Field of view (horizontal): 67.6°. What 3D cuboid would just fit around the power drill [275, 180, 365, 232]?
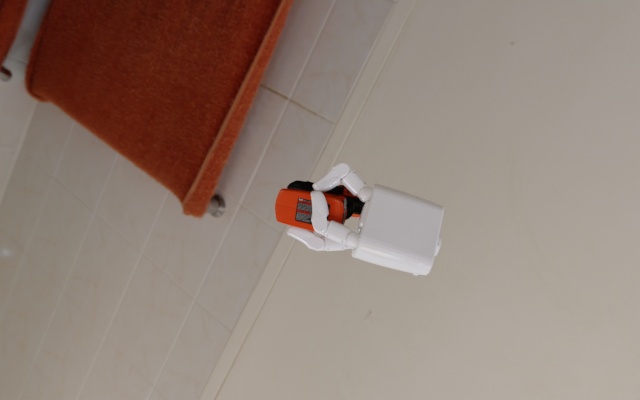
[{"bbox_3d":[0.000,0.003,0.777,0.184,0.057,0.187,10,11,20],"label":"power drill"}]
